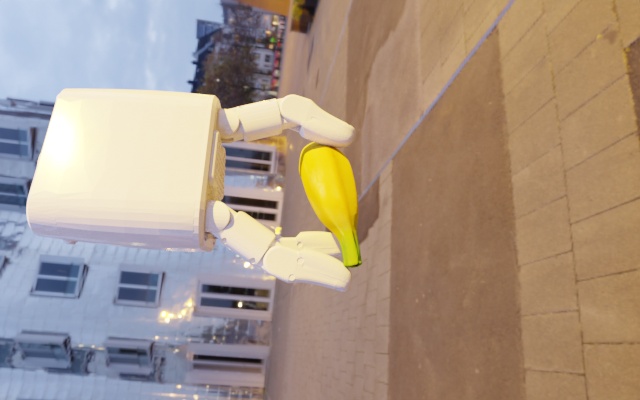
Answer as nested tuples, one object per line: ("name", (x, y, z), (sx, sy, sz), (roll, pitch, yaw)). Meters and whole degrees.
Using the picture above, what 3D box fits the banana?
("banana", (0.001, -0.016, 0.391), (0.037, 0.070, 0.197), (0, 17, -6))
